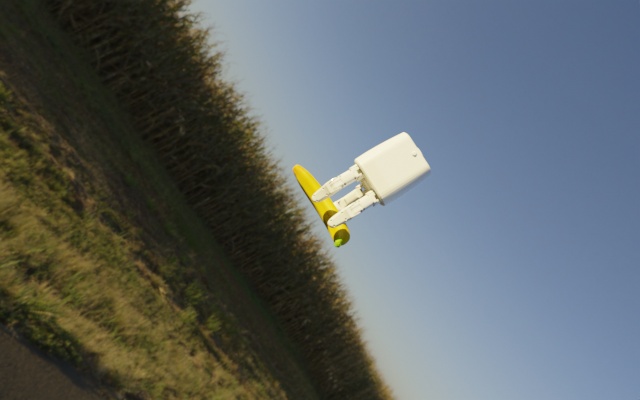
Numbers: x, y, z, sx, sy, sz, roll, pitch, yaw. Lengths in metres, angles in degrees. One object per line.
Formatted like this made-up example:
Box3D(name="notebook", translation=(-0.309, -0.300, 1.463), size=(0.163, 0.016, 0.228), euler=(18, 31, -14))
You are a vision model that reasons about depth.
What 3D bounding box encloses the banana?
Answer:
Box3D(name="banana", translation=(0.008, 0.013, 0.891), size=(0.037, 0.197, 0.070), euler=(-33, -32, 2))
